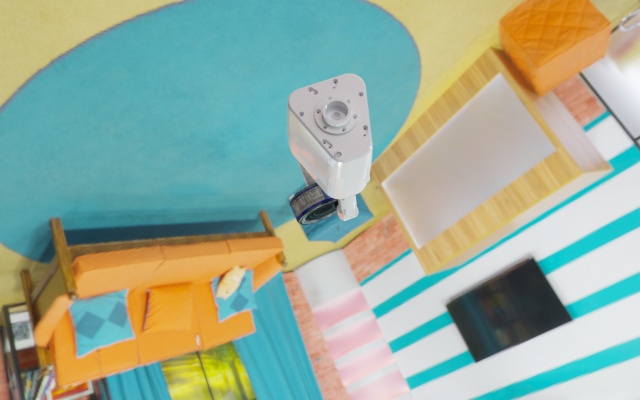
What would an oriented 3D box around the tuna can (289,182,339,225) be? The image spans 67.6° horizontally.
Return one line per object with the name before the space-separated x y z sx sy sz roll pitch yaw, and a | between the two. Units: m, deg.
tuna can | 0.000 0.003 0.686 0.086 0.033 0.086 -23 -16 -7
